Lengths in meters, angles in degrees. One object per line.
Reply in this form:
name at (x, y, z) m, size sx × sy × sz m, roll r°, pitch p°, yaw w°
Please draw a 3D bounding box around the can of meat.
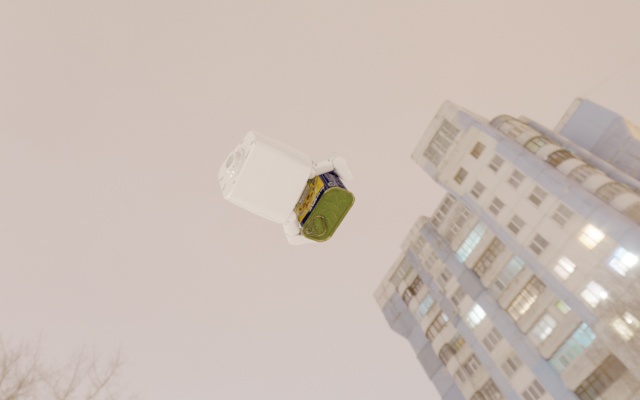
can of meat at (0.000, 0.002, 0.788) m, size 0.057 × 0.102 × 0.084 m, roll 20°, pitch 23°, yaw -31°
